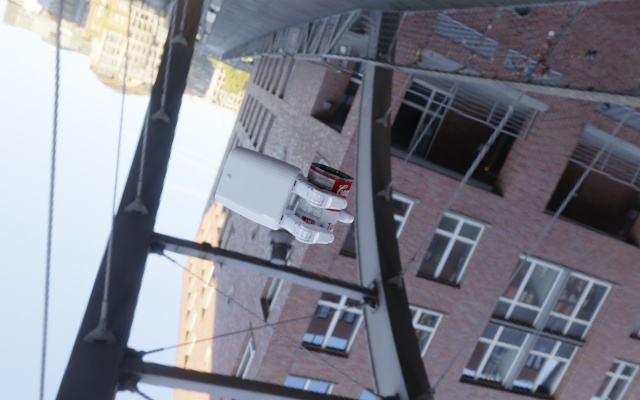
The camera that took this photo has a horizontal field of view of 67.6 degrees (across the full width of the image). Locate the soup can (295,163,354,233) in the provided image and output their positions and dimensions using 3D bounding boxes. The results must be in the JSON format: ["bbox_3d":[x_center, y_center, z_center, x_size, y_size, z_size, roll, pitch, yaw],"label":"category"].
[{"bbox_3d":[0.000,0.003,0.719,0.068,0.102,0.068,21,11,-4],"label":"soup can"}]
